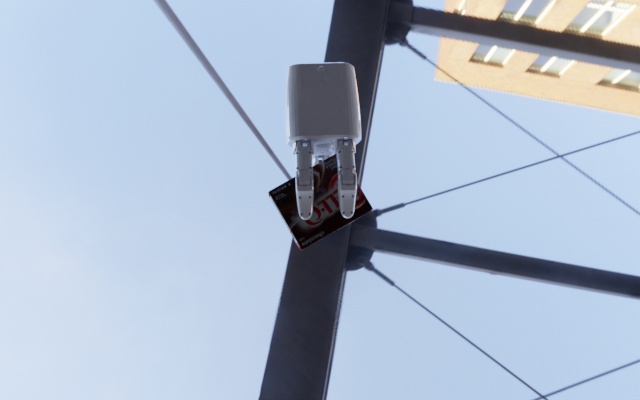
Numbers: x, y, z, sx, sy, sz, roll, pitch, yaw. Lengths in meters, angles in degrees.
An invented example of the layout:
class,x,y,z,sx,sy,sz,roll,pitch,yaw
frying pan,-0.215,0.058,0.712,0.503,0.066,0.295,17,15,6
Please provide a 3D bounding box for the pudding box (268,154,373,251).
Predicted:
class,x,y,z,sx,sy,sz,roll,pitch,yaw
pudding box,0.000,0.002,0.643,0.113,0.090,0.039,-30,-6,-5
